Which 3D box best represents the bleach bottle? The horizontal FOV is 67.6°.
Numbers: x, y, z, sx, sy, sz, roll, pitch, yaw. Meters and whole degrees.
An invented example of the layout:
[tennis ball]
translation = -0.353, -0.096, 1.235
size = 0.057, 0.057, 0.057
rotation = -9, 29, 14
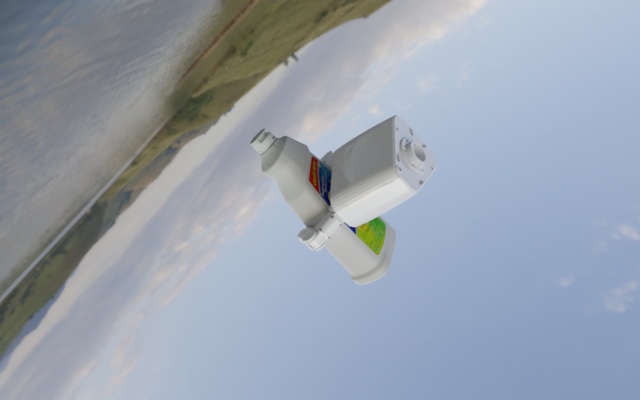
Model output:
[bleach bottle]
translation = 0.000, 0.002, 0.663
size = 0.068, 0.251, 0.102
rotation = -30, 25, 39
